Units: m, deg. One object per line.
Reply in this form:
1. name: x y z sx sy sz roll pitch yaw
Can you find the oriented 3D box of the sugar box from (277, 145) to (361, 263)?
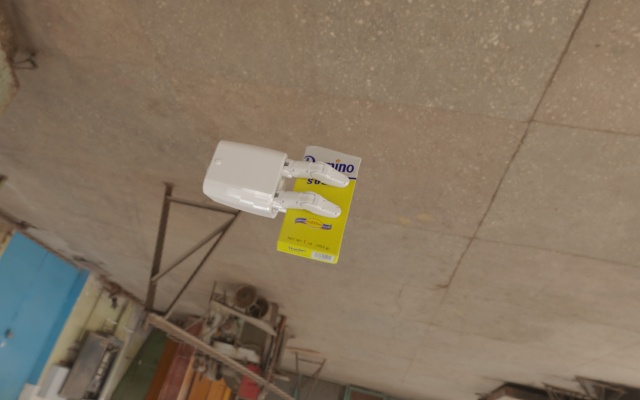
1. sugar box: 0.000 0.002 0.737 0.093 0.176 0.048 14 -25 1
